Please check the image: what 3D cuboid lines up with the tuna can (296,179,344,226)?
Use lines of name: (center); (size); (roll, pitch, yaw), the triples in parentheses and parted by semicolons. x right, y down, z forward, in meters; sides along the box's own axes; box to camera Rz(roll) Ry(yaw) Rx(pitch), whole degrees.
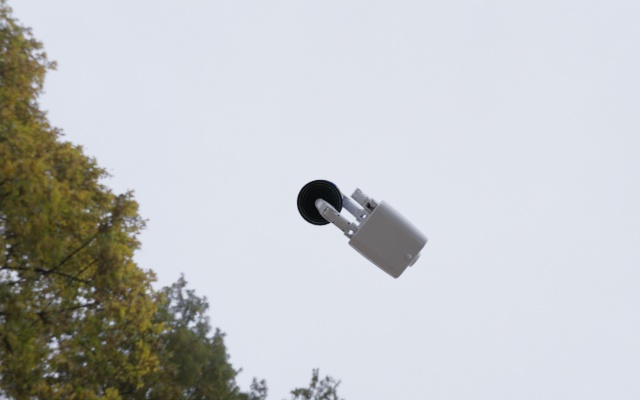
tuna can: (0.000, 0.003, 0.888); (0.086, 0.086, 0.034); (0, 5, 7)
